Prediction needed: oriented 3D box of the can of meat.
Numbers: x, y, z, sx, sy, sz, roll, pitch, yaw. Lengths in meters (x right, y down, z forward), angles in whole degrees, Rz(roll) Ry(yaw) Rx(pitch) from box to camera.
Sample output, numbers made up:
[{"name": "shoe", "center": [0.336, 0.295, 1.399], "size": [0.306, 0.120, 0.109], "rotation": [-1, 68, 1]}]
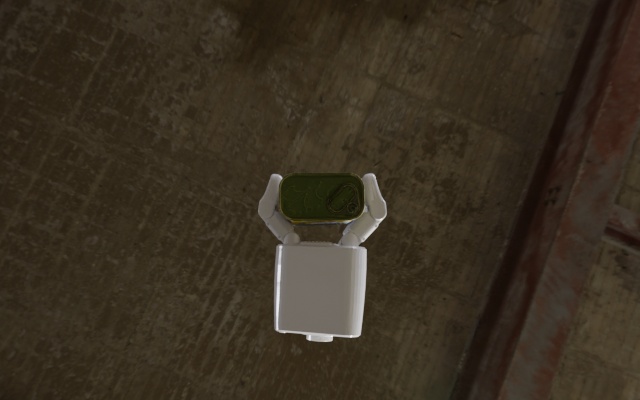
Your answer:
[{"name": "can of meat", "center": [0.000, 0.002, 0.601], "size": [0.102, 0.057, 0.084], "rotation": [-1, -9, -2]}]
